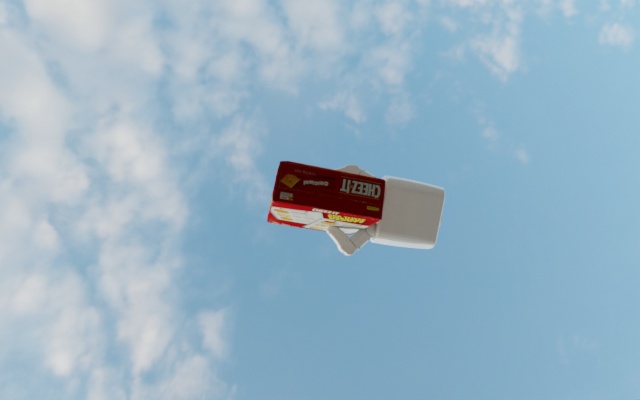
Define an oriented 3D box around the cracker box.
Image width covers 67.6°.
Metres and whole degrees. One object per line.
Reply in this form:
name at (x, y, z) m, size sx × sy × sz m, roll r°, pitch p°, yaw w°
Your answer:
cracker box at (0.000, 0.003, 0.794) m, size 0.164 × 0.072 × 0.214 m, roll 9°, pitch -12°, yaw -7°
